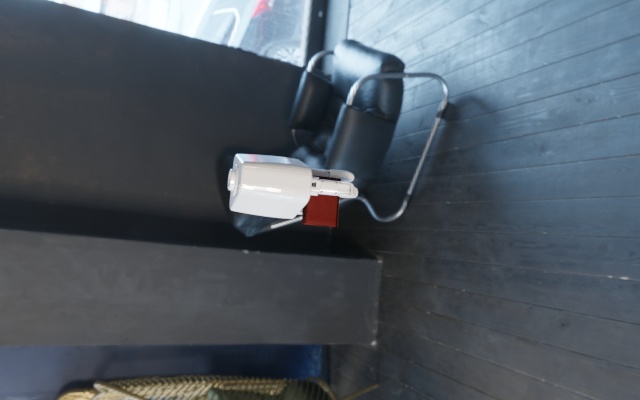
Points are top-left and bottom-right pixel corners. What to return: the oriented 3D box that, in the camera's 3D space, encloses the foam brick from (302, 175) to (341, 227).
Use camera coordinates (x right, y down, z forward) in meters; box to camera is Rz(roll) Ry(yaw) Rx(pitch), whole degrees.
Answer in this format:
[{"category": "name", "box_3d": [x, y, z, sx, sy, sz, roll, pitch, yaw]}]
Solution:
[{"category": "foam brick", "box_3d": [0.000, 0.003, 0.766, 0.051, 0.078, 0.053, 5, -5, -11]}]
